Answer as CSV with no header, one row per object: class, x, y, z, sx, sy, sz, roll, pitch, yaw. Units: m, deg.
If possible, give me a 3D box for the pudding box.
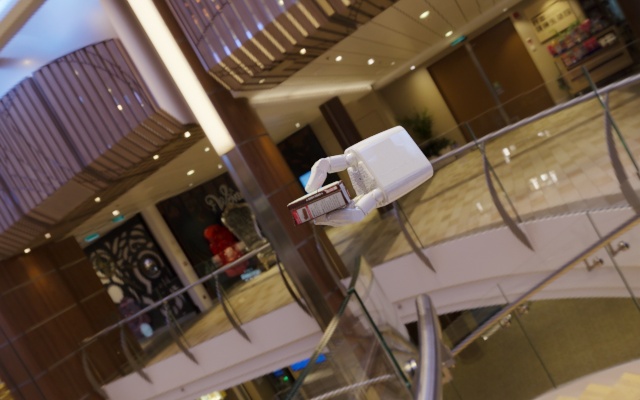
pudding box,0.000,0.002,0.763,0.090,0.039,0.113,-24,0,6
